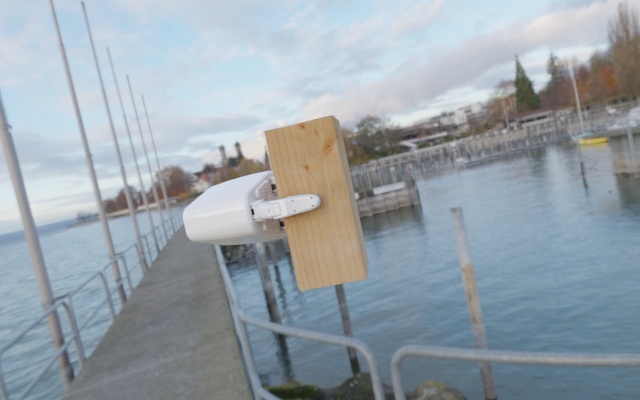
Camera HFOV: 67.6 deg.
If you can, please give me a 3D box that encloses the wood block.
[{"bbox_3d":[0.000,0.002,0.630,0.090,0.206,0.091,-12,4,9],"label":"wood block"}]
